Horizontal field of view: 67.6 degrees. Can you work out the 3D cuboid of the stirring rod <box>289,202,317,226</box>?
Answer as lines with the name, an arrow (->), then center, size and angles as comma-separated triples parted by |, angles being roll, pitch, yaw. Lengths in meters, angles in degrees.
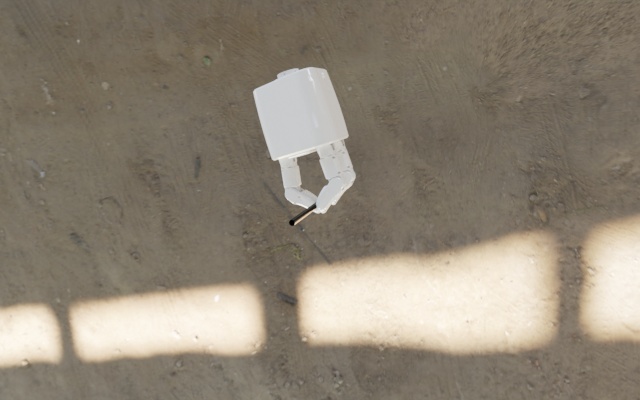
stirring rod -> 0.000, 0.002, 0.703 | 0.011, 0.011, 0.239 | 0, 12, 18
